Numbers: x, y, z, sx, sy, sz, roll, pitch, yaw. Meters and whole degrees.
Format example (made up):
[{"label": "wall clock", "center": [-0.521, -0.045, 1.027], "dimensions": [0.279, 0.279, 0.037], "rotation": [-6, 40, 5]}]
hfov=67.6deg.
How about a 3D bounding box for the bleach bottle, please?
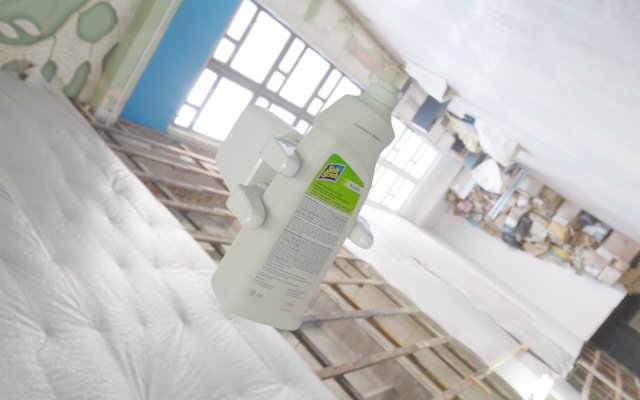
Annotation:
[{"label": "bleach bottle", "center": [0.000, 0.002, 0.454], "dimensions": [0.102, 0.251, 0.068], "rotation": [26, 12, -38]}]
